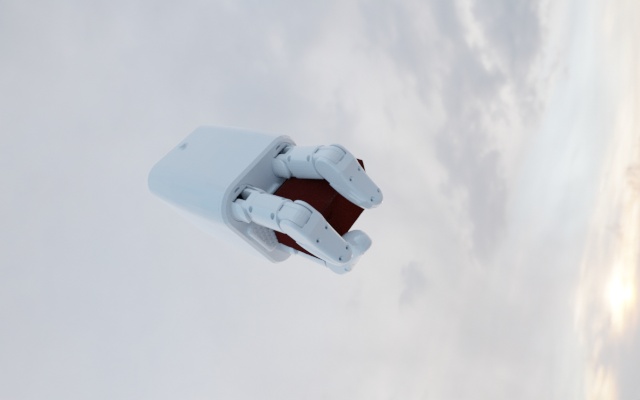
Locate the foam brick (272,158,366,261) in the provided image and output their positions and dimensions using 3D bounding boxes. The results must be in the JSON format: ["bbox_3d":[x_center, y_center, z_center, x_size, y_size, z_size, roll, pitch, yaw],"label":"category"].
[{"bbox_3d":[0.000,0.001,0.408,0.051,0.053,0.078,19,53,31],"label":"foam brick"}]
